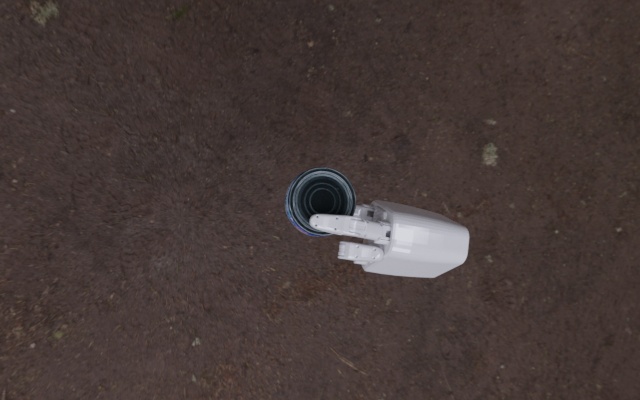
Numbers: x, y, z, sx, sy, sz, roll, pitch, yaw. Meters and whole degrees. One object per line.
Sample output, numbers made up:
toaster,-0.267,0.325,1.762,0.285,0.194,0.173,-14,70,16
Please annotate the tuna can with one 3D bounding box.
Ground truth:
tuna can,0.000,0.002,0.588,0.086,0.086,0.034,0,-3,-11
